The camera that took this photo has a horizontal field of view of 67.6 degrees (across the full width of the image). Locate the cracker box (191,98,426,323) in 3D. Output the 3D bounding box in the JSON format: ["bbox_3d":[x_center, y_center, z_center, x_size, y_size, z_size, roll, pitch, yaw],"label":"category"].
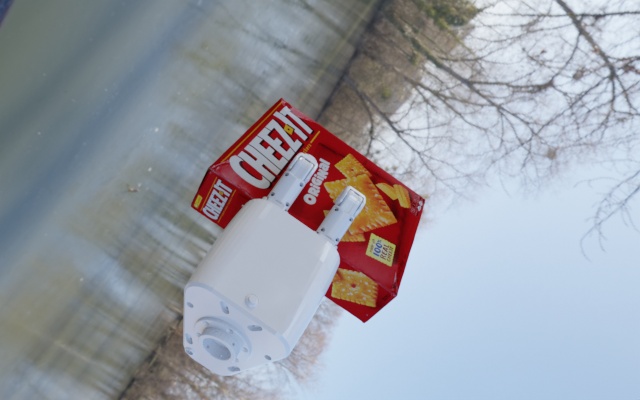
[{"bbox_3d":[0.000,0.002,0.517,0.214,0.072,0.164,35,41,-3],"label":"cracker box"}]
